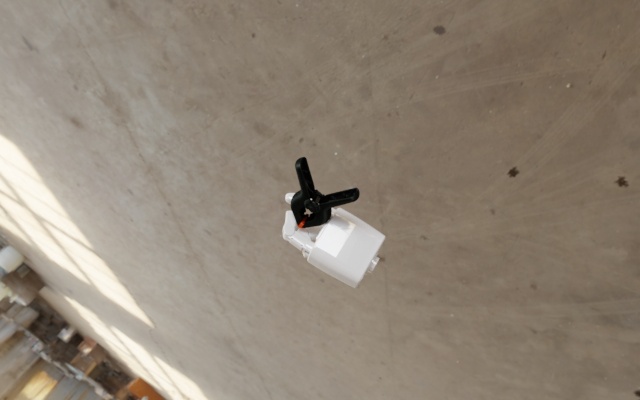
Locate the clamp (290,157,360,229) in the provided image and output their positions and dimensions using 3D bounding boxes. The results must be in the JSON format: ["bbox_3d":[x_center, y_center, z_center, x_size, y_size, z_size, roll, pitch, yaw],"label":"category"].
[{"bbox_3d":[0.000,0.003,0.854,0.120,0.039,0.172,30,-34,10],"label":"clamp"}]
